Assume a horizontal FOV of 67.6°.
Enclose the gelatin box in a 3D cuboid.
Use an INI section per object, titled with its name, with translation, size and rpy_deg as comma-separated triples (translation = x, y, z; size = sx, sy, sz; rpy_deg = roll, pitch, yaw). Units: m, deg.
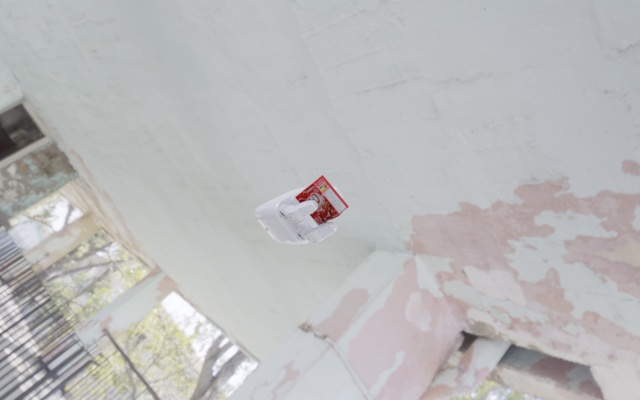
[gelatin box]
translation = 0.001, 0.002, 0.851
size = 0.030, 0.073, 0.089
rpy_deg = -41, 4, -30
